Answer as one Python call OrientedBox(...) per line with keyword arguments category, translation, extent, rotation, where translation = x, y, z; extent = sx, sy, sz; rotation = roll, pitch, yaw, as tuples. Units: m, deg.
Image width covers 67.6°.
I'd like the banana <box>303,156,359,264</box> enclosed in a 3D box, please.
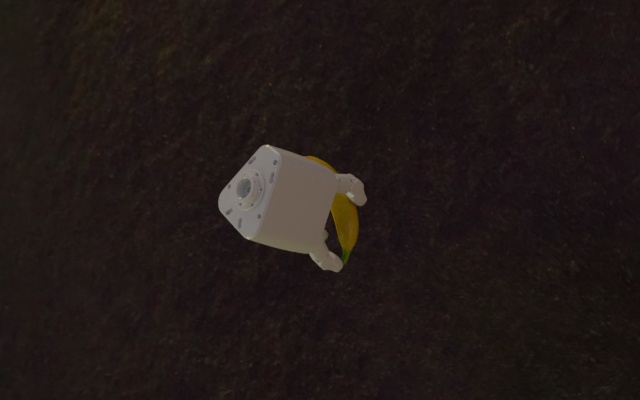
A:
OrientedBox(category="banana", translation=(0.014, -0.005, 0.723), extent=(0.070, 0.197, 0.037), rotation=(-40, -33, 29))
